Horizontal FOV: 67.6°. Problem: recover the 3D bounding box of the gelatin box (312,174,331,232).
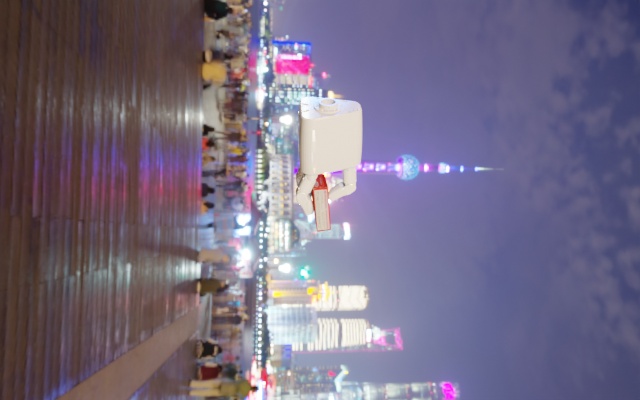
[{"bbox_3d":[0.001,0.003,0.899,0.030,0.089,0.073,-6,23,-2],"label":"gelatin box"}]
